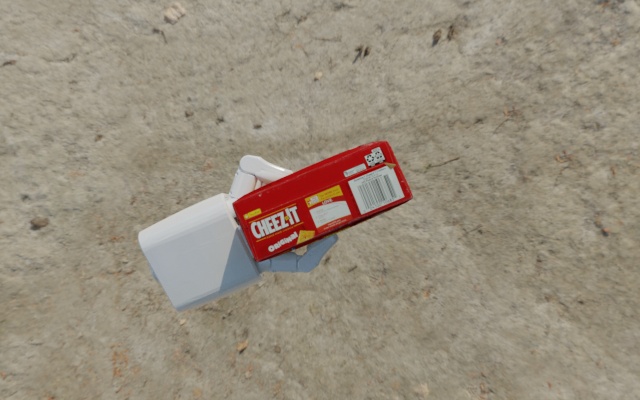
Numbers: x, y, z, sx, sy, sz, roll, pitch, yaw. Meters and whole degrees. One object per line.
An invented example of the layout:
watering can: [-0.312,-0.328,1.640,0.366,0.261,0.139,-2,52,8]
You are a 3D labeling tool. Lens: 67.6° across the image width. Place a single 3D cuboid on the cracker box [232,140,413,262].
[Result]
cracker box: [0.000,0.002,0.554,0.164,0.072,0.213,-23,-1,-1]
